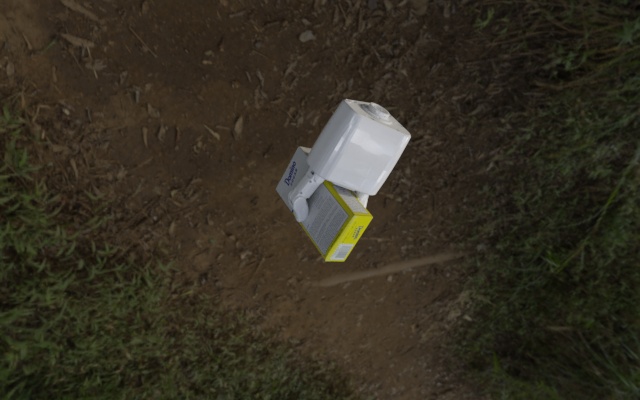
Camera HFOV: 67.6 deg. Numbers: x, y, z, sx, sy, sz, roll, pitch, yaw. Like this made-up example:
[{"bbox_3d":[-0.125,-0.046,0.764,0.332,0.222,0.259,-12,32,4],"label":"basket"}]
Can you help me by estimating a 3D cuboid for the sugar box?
[{"bbox_3d":[0.001,0.002,0.747,0.048,0.093,0.176,8,35,-39],"label":"sugar box"}]
